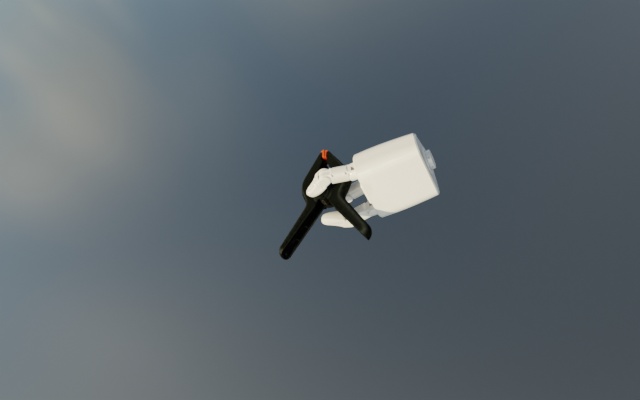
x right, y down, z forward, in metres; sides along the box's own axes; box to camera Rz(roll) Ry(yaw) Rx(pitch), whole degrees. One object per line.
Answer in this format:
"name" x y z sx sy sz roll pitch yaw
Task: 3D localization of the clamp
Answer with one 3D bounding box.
"clamp" 0.000 0.002 0.820 0.164 0.209 0.036 -21 -42 19
